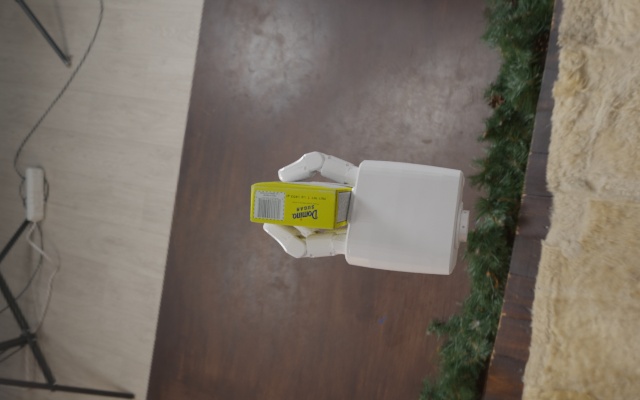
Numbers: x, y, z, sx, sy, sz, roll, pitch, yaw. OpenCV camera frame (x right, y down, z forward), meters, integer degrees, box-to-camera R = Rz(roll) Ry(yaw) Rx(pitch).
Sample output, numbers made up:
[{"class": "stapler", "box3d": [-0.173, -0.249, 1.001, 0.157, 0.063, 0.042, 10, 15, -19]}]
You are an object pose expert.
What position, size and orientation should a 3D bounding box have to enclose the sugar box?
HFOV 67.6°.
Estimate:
[{"class": "sugar box", "box3d": [0.000, 0.002, 0.550, 0.093, 0.048, 0.176, 5, 2, 19]}]
